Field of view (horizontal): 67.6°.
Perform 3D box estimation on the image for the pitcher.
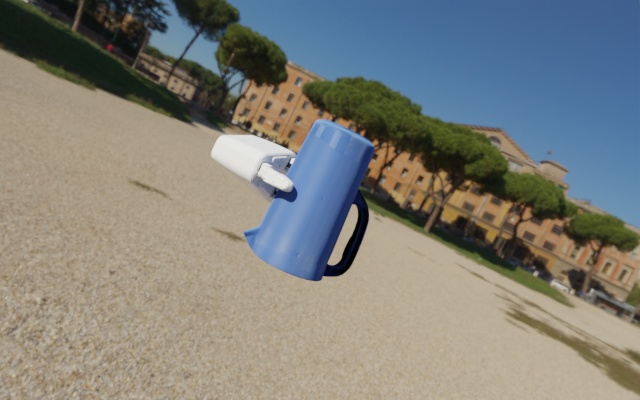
[{"bbox_3d":[0.000,0.002,0.778,0.145,0.243,0.149,28,4,29],"label":"pitcher"}]
